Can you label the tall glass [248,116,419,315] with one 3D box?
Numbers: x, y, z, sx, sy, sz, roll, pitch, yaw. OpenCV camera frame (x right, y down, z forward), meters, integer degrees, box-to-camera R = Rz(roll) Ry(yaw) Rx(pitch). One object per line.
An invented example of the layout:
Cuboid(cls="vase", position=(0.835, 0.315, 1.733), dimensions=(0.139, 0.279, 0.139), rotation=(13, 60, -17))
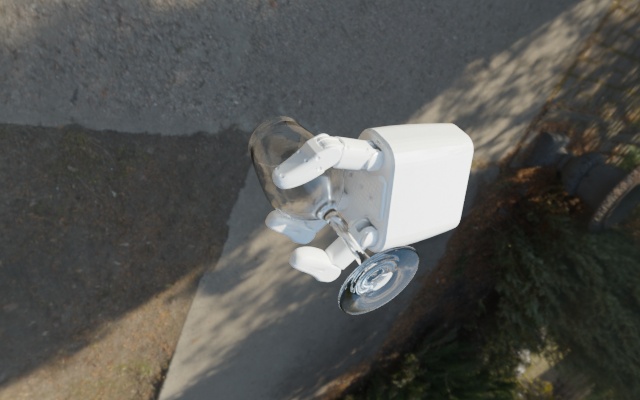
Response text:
Cuboid(cls="tall glass", position=(0.000, 0.002, 0.432), dimensions=(0.079, 0.079, 0.201), rotation=(0, 39, -37))
